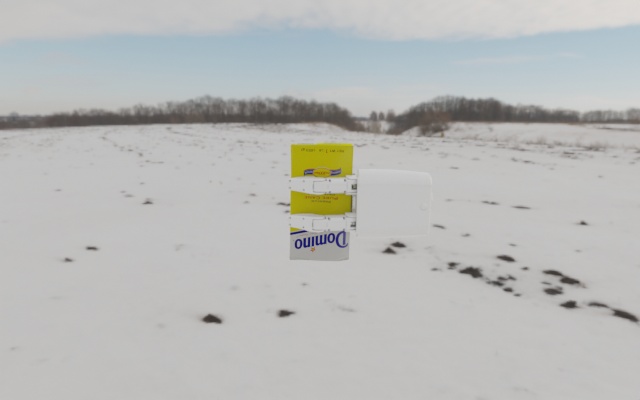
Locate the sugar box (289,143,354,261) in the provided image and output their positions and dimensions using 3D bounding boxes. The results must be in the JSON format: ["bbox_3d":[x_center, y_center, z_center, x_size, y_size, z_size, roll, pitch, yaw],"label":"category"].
[{"bbox_3d":[0.000,0.002,0.719,0.093,0.176,0.048,1,10,0],"label":"sugar box"}]
